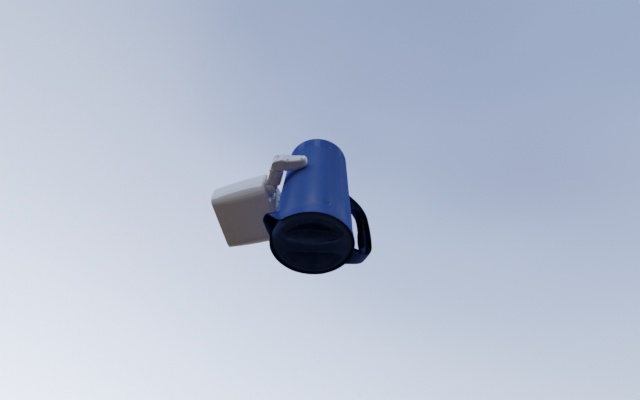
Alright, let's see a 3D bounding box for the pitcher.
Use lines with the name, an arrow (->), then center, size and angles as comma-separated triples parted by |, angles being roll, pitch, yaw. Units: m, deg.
pitcher -> 0.000, 0.003, 0.826 | 0.145, 0.149, 0.242 | -13, 36, 13
